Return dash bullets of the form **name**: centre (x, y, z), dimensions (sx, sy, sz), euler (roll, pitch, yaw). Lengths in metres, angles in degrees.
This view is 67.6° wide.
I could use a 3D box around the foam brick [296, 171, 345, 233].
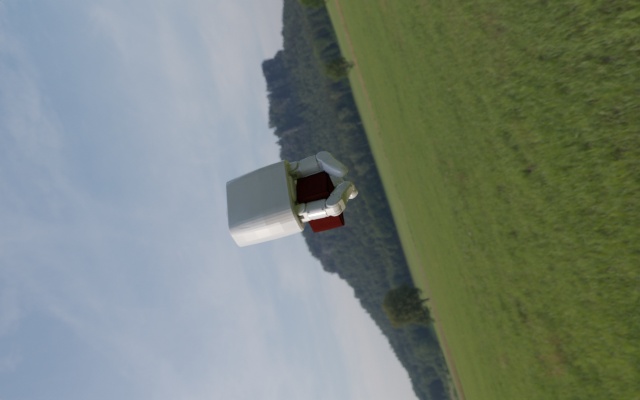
- **foam brick**: centre (0.000, 0.003, 0.744), dimensions (0.051, 0.078, 0.053), euler (-17, 39, 10)
